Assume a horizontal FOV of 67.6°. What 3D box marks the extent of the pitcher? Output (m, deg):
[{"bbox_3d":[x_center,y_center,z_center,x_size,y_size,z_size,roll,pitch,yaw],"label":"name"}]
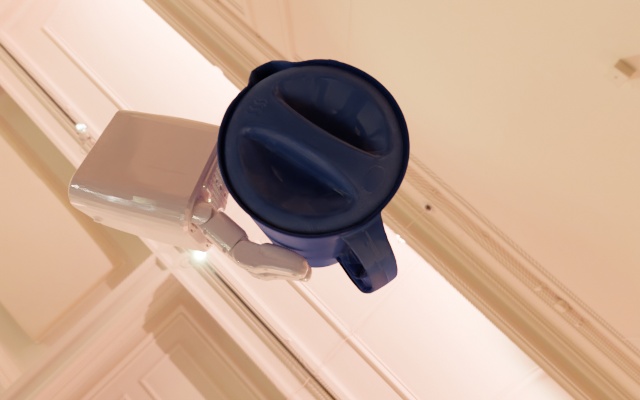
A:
[{"bbox_3d":[0.000,0.001,0.434,0.145,0.149,0.243,14,-16,4],"label":"pitcher"}]
